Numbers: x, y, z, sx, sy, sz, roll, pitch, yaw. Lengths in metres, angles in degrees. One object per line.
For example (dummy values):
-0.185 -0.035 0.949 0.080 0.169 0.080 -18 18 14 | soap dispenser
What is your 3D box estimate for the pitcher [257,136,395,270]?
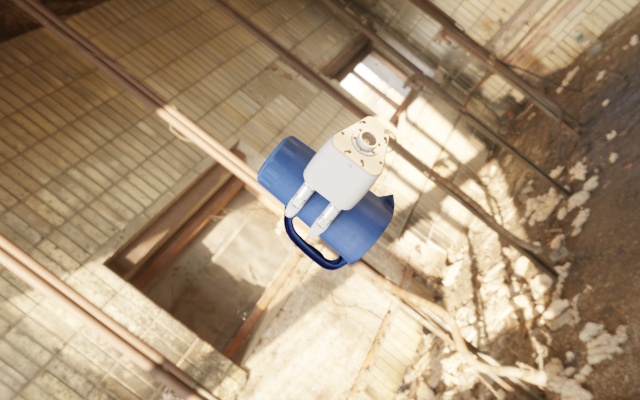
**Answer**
0.000 0.003 0.876 0.243 0.149 0.145 38 -34 -2 | pitcher
